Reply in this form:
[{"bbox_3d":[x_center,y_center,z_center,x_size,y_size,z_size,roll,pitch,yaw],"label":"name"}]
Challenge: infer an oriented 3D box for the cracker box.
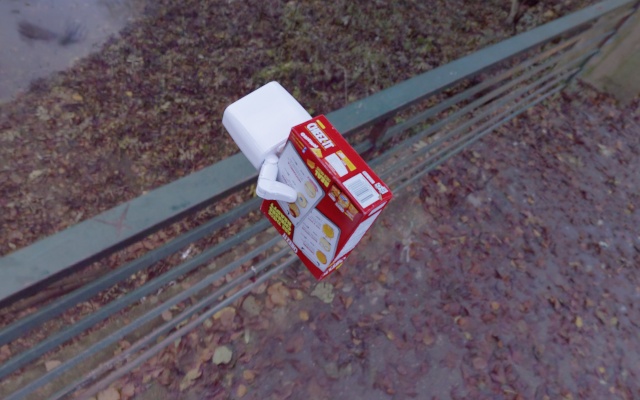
[{"bbox_3d":[0.000,0.002,0.735,0.072,0.164,0.214,-29,-19,-33],"label":"cracker box"}]
